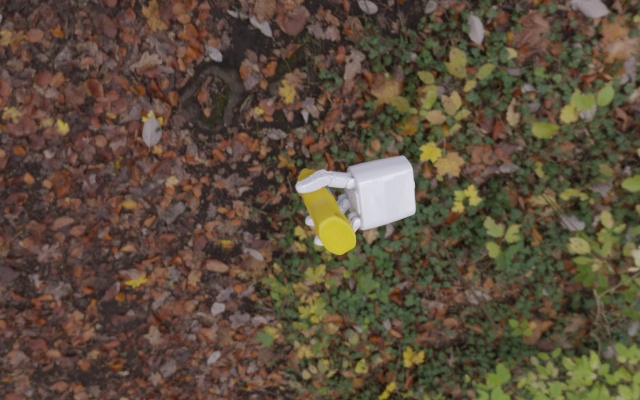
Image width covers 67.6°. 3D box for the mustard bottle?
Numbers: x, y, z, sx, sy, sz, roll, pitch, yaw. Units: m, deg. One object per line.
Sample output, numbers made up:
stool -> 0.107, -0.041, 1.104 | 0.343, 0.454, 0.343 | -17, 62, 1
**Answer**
mustard bottle -> 0.000, 0.003, 0.854 | 0.058, 0.191, 0.096 | -32, -47, 5
